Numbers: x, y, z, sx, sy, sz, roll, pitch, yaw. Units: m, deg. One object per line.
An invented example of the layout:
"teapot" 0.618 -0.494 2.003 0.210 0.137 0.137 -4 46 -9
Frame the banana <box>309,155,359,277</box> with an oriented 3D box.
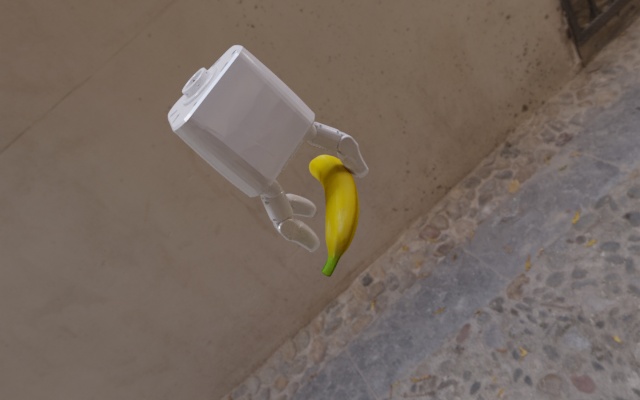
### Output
"banana" 0.013 -0.007 0.556 0.037 0.197 0.070 34 -61 -27
